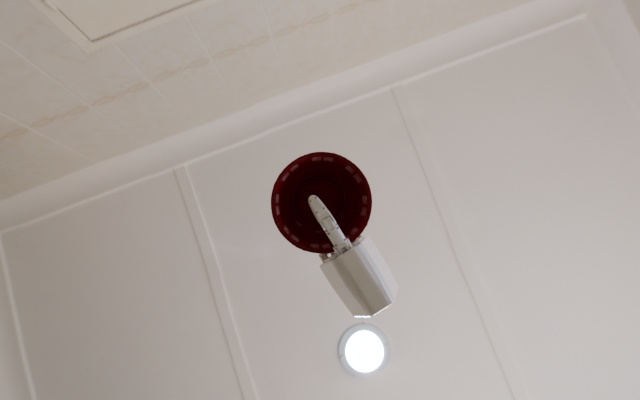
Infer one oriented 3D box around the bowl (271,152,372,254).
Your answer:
[{"bbox_3d":[0.000,0.001,0.780,0.162,0.162,0.055,0,4,-5],"label":"bowl"}]
